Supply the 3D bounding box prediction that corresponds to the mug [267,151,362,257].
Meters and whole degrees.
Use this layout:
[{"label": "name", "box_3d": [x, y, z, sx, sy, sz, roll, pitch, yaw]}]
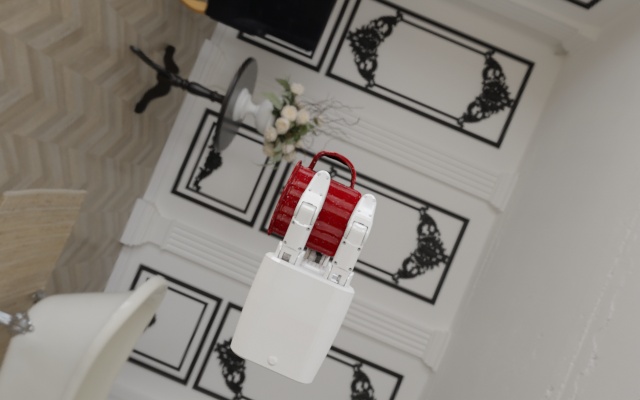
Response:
[{"label": "mug", "box_3d": [0.001, 0.001, 0.542, 0.081, 0.117, 0.093, 24, 1, 0]}]
